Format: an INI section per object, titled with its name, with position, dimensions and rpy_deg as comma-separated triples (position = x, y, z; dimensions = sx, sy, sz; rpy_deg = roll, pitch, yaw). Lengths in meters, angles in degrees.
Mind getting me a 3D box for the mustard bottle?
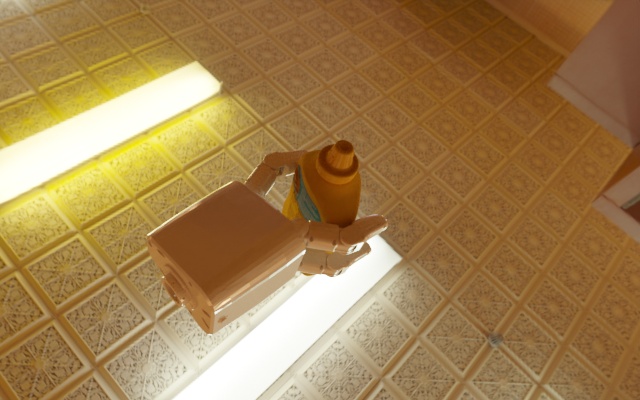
[mustard bottle]
position = 0.000, 0.002, 0.516
dimensions = 0.058, 0.096, 0.192
rpy_deg = -10, -29, -20
